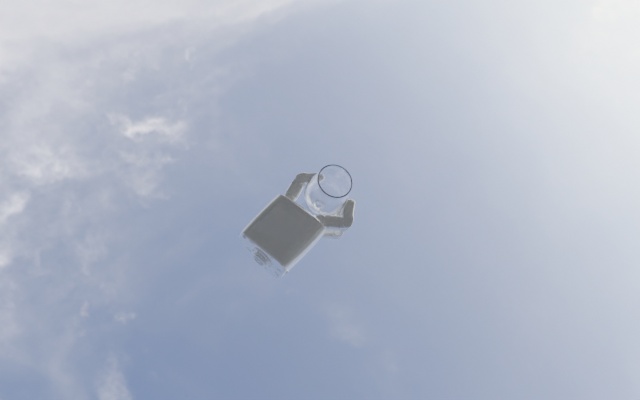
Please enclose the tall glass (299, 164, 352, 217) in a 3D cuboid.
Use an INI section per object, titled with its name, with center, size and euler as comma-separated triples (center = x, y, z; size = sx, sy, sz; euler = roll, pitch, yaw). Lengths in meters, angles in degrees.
[tall glass]
center = 0.000, 0.003, 0.895
size = 0.079, 0.079, 0.201
euler = 0, -22, -16
